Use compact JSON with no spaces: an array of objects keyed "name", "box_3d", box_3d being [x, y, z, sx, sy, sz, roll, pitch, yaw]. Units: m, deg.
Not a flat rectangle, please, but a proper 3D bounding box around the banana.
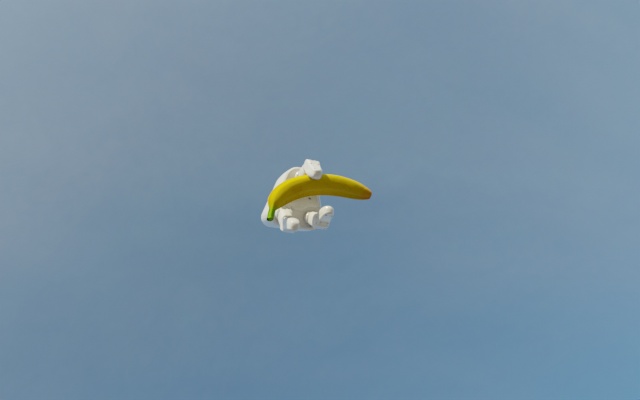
[{"name":"banana","box_3d":[-0.009,-0.014,0.810,0.198,0.069,0.037,-13,-17,-23]}]
